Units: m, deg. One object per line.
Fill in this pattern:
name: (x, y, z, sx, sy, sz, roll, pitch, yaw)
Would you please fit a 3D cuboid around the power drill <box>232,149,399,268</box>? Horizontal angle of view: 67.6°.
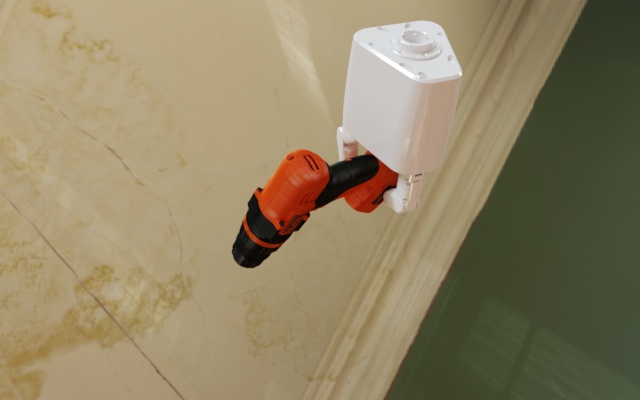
power drill: (0.001, 0.001, 0.535, 0.187, 0.057, 0.184, -21, -20, -41)
